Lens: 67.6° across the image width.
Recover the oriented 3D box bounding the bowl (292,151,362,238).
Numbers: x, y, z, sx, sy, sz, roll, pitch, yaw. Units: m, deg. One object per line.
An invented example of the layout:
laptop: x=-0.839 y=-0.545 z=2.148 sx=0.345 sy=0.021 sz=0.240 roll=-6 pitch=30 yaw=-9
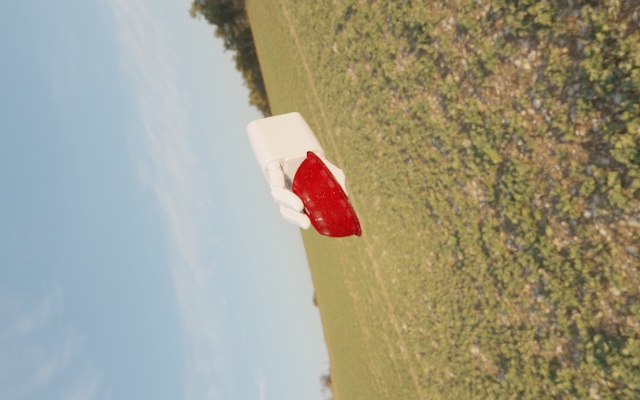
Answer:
bowl: x=0.000 y=0.003 z=0.766 sx=0.055 sy=0.162 sz=0.162 roll=-32 pitch=5 yaw=-9
